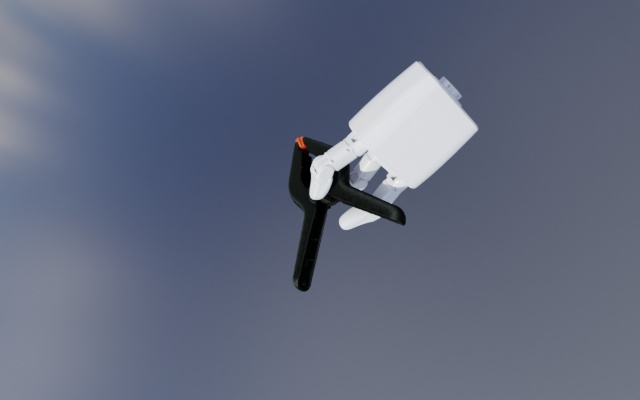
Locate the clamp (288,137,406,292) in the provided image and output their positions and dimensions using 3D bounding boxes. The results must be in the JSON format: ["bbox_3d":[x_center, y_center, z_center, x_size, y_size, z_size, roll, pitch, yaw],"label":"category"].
[{"bbox_3d":[0.000,0.001,0.617,0.164,0.209,0.036,-42,-41,16],"label":"clamp"}]
